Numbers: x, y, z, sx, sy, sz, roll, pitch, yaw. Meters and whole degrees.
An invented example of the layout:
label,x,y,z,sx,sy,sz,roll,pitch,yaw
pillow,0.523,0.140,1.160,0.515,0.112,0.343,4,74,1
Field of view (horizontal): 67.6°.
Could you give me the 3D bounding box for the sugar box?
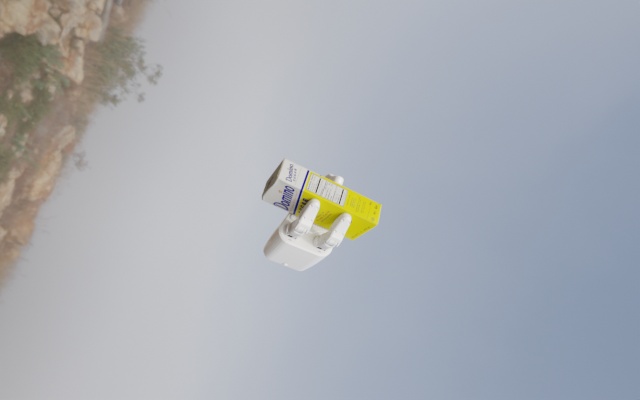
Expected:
label,x,y,z,sx,sy,sz,roll,pitch,yaw
sugar box,0.000,0.003,0.769,0.176,0.048,0.093,22,-28,-14
